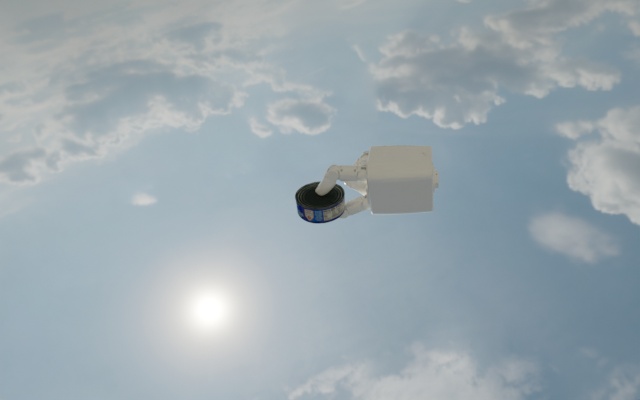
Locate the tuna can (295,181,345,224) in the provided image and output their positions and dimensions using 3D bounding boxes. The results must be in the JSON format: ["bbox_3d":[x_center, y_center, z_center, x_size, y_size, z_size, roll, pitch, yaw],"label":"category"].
[{"bbox_3d":[0.000,0.003,0.826,0.086,0.034,0.086,-4,33,3],"label":"tuna can"}]
